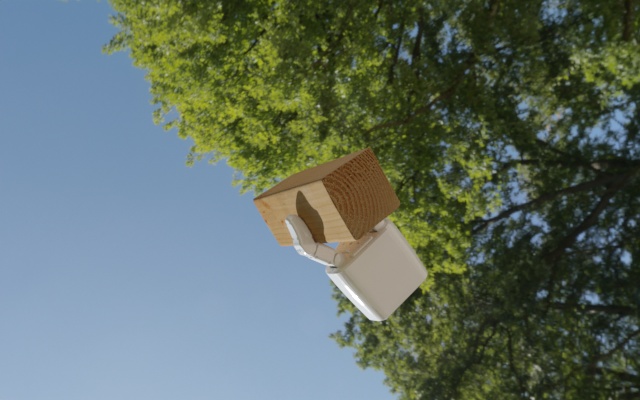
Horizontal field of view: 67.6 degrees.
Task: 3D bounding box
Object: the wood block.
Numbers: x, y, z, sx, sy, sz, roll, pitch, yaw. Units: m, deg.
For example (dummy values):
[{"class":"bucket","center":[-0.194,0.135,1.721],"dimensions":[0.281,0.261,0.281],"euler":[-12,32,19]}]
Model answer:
[{"class":"wood block","center":[0.000,0.003,0.676],"dimensions":[0.090,0.090,0.206],"euler":[-36,12,-30]}]
